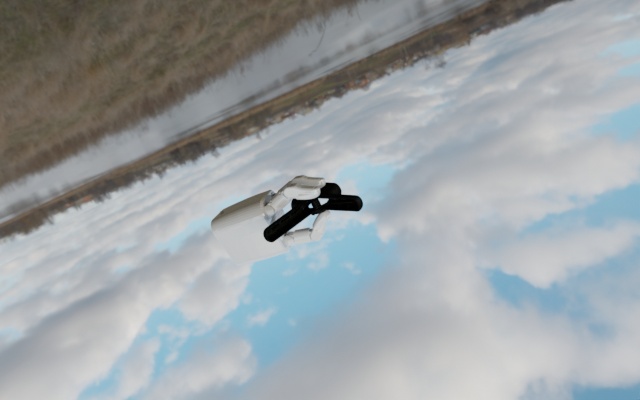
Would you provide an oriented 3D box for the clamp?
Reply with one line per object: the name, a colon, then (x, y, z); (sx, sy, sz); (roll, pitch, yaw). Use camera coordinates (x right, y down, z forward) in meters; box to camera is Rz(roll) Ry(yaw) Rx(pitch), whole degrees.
clamp: (0.000, 0.003, 0.823); (0.164, 0.036, 0.210); (-17, 15, 14)
